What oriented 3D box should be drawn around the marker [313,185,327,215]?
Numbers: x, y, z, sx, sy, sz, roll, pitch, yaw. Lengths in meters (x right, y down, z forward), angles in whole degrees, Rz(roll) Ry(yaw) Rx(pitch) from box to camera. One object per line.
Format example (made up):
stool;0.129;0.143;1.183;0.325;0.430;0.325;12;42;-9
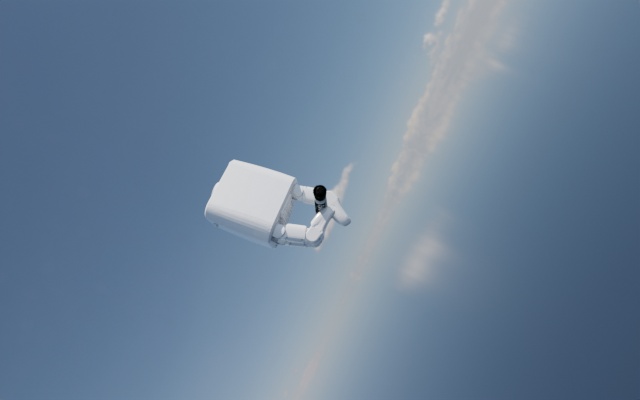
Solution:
marker;0.000;0.002;0.687;0.020;0.020;0.121;0;-15;1
